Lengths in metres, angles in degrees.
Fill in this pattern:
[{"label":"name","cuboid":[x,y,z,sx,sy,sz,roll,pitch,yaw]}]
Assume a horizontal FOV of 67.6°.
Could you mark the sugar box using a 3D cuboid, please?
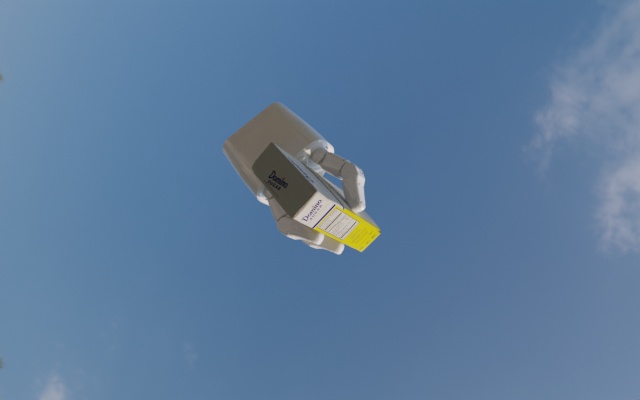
[{"label":"sugar box","cuboid":[0.000,0.002,0.574,0.093,0.048,0.176,48,12,33]}]
